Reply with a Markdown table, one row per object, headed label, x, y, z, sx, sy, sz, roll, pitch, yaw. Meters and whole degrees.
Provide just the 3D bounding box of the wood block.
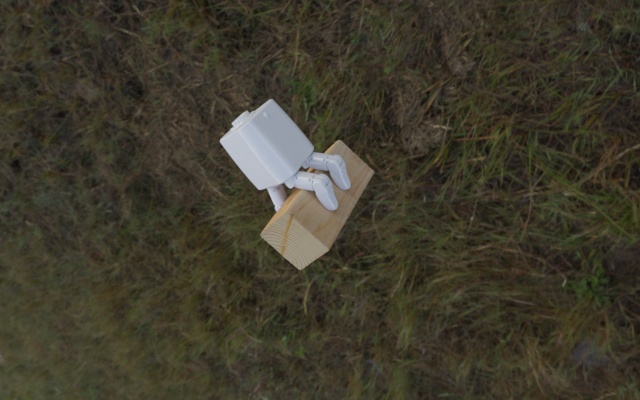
| label | x | y | z | sx | sy | sz | roll | pitch | yaw |
| --- | --- | --- | --- | --- | --- | --- | --- | --- | --- |
| wood block | 0.000 | 0.003 | 0.803 | 0.091 | 0.090 | 0.206 | -39 | 12 | 46 |
